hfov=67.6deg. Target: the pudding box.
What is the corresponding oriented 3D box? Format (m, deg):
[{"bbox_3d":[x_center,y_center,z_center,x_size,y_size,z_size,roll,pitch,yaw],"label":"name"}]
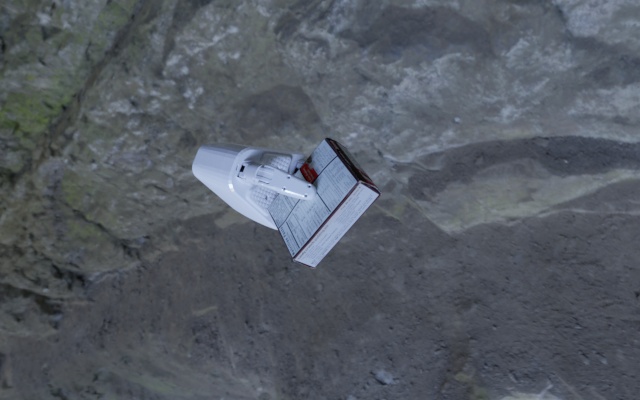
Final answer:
[{"bbox_3d":[0.000,0.002,0.510,0.039,0.113,0.090,24,23,-40],"label":"pudding box"}]
